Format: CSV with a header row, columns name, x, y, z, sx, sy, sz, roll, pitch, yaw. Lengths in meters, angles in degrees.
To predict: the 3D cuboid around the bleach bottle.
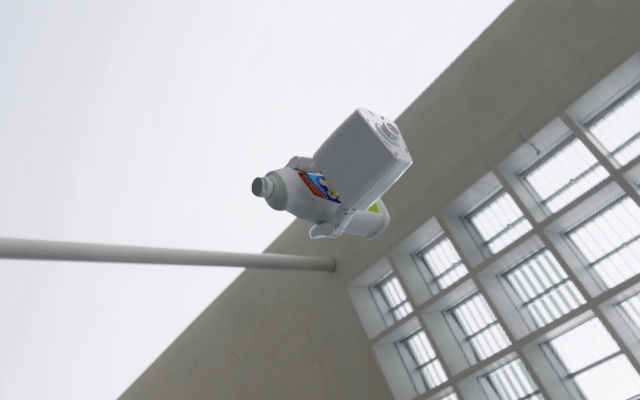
name,x,y,z,sx,sy,sz,roll,pitch,yaw
bleach bottle,0.000,0.002,0.770,0.251,0.102,0.068,10,-47,-44
